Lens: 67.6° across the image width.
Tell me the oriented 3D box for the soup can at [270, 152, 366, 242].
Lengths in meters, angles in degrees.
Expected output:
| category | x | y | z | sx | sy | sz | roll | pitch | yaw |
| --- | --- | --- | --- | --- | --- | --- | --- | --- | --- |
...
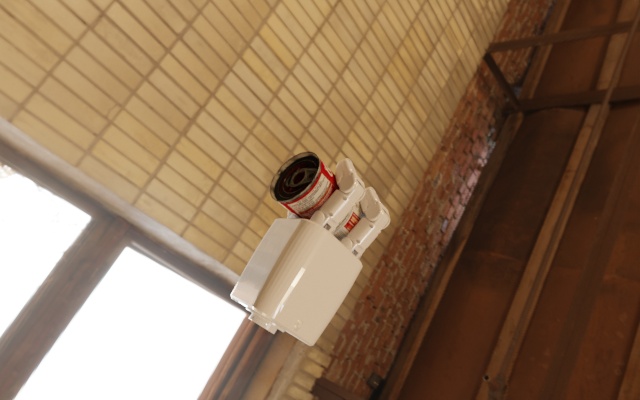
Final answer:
| category | x | y | z | sx | sy | sz | roll | pitch | yaw |
| --- | --- | --- | --- | --- | --- | --- | --- | --- | --- |
| soup can | 0.000 | 0.002 | 0.549 | 0.068 | 0.068 | 0.102 | 0 | -34 | 44 |
